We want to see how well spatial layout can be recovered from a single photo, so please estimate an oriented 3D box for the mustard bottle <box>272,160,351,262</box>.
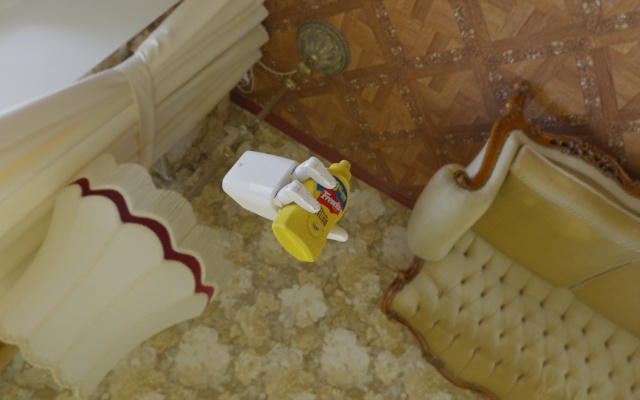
[{"bbox_3d":[0.000,0.003,0.806,0.058,0.191,0.096,-2,-45,45],"label":"mustard bottle"}]
